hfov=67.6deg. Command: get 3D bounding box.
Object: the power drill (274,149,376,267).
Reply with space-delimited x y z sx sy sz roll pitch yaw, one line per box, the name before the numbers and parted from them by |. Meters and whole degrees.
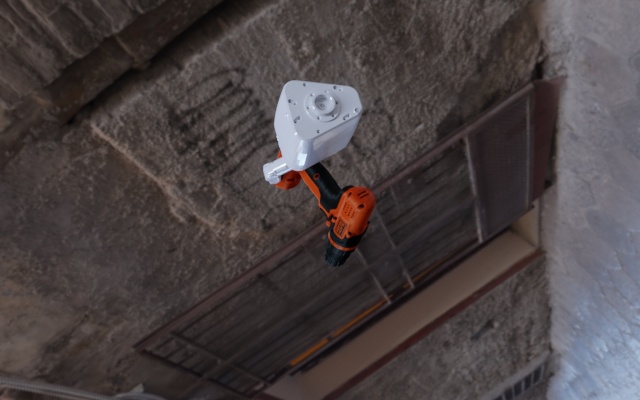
power drill | 0.000 0.002 0.785 0.057 0.187 0.185 -29 -26 -36
